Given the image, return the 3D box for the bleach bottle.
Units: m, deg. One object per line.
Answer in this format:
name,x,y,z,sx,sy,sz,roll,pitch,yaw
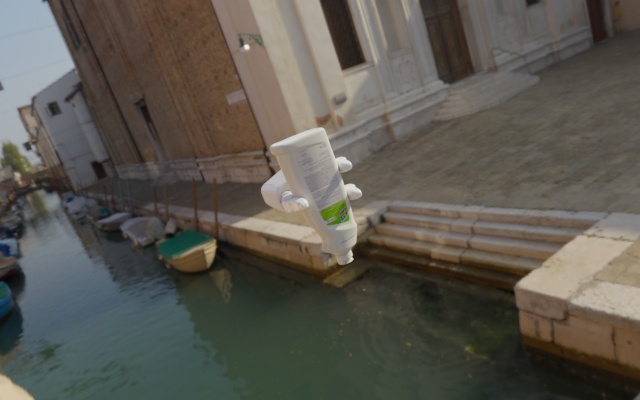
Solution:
bleach bottle,0.000,0.003,0.861,0.102,0.251,0.068,-25,15,-21
